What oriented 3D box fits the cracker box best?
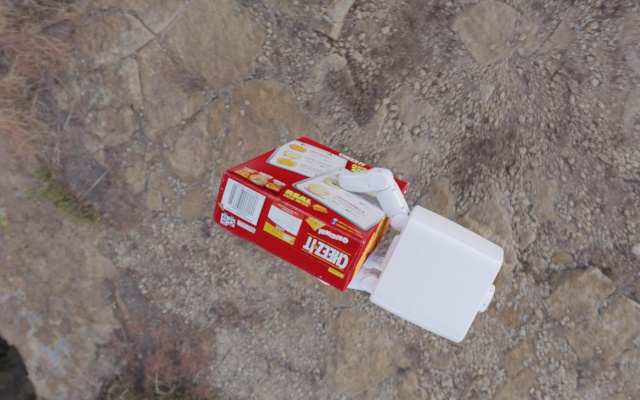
[{"bbox_3d":[0.000,0.002,0.571,0.164,0.072,0.213,26,24,12],"label":"cracker box"}]
